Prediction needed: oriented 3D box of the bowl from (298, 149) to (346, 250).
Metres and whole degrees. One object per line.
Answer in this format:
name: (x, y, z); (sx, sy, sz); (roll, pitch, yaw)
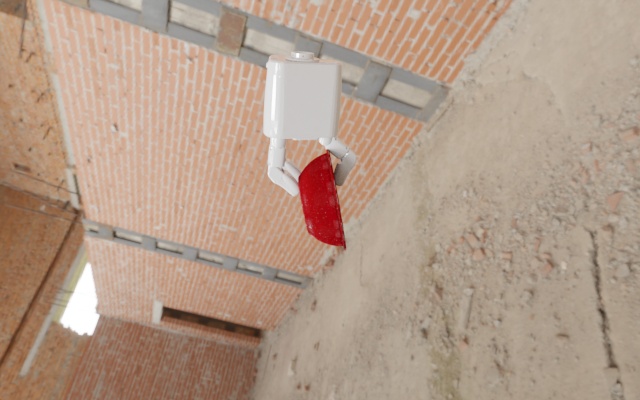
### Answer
bowl: (0.000, 0.004, 0.744); (0.055, 0.162, 0.162); (-11, 0, 1)
